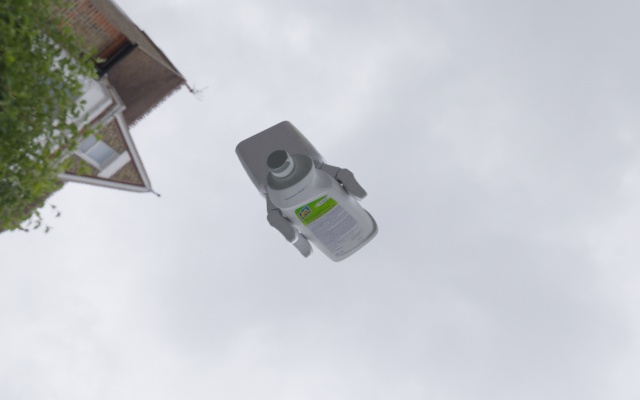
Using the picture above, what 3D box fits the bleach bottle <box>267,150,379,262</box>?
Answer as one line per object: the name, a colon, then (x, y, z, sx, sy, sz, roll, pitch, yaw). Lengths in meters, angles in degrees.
bleach bottle: (0.000, 0.002, 0.687, 0.102, 0.068, 0.251, -38, -37, 1)
